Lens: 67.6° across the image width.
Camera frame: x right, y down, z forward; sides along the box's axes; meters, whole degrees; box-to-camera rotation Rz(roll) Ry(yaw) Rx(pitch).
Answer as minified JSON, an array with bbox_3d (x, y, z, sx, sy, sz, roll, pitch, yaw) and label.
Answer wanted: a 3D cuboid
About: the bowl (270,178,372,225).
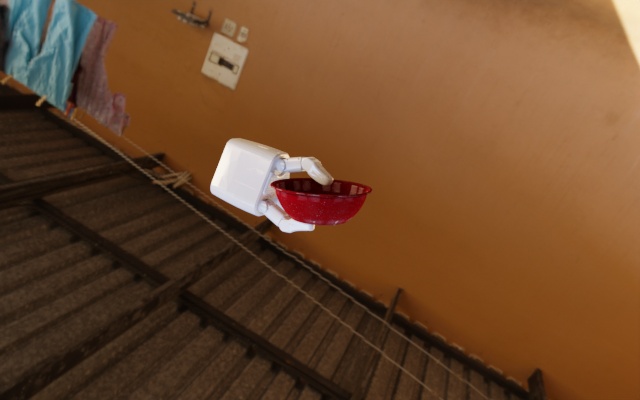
[{"bbox_3d":[0.001,0.003,0.760,0.162,0.055,0.162,3,11,-1],"label":"bowl"}]
